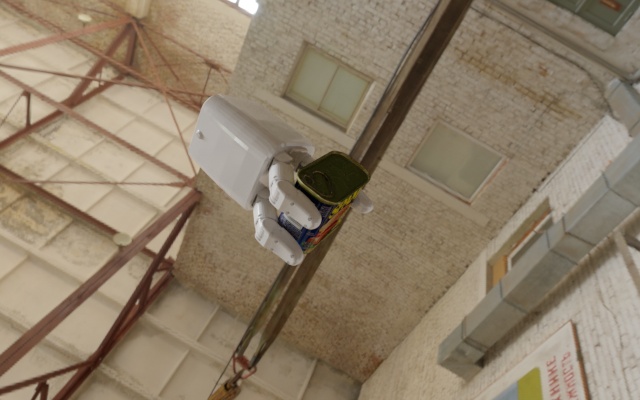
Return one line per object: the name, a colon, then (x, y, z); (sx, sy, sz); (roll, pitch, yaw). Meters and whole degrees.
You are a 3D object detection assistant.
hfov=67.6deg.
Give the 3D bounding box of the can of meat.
can of meat: (0.000, 0.002, 0.539); (0.057, 0.084, 0.102); (38, 36, 12)
